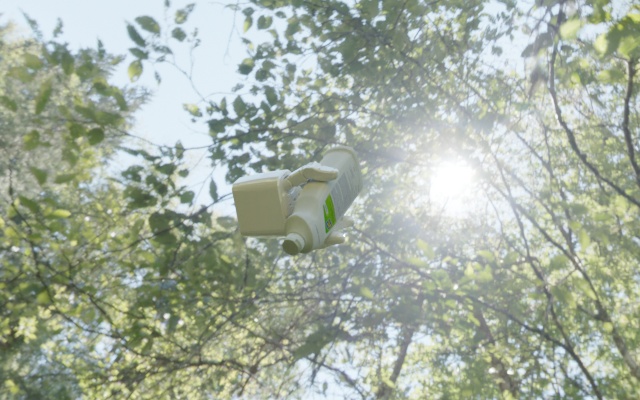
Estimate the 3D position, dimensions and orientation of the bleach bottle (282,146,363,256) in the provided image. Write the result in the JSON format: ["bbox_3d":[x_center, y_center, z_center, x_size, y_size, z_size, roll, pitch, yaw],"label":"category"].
[{"bbox_3d":[0.000,0.003,0.810,0.068,0.103,0.250,-4,27,28],"label":"bleach bottle"}]
